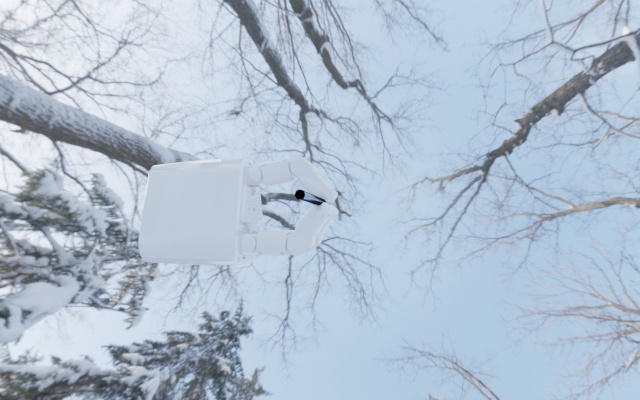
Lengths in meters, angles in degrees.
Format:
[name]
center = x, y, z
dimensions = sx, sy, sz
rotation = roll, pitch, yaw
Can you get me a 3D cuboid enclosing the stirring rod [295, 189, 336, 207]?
[stirring rod]
center = 0.000, 0.002, 0.480
dimensions = 0.011, 0.011, 0.239
rotation = 0, -3, 7
